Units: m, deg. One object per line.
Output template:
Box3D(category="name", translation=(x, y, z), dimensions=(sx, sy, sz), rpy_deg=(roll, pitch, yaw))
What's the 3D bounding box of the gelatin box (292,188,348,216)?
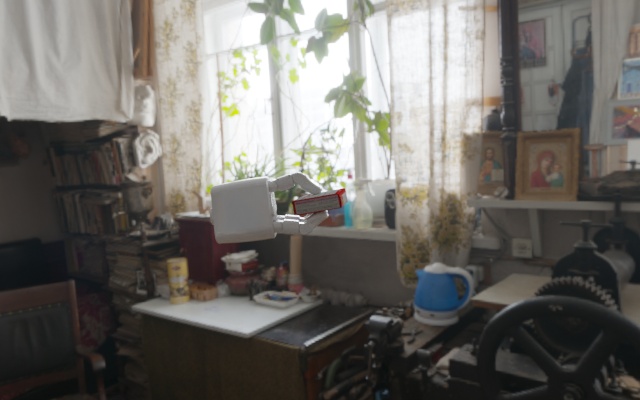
Box3D(category="gelatin box", translation=(0.000, 0.002, 0.873), dimensions=(0.089, 0.030, 0.073), rpy_deg=(-11, 6, 13))
